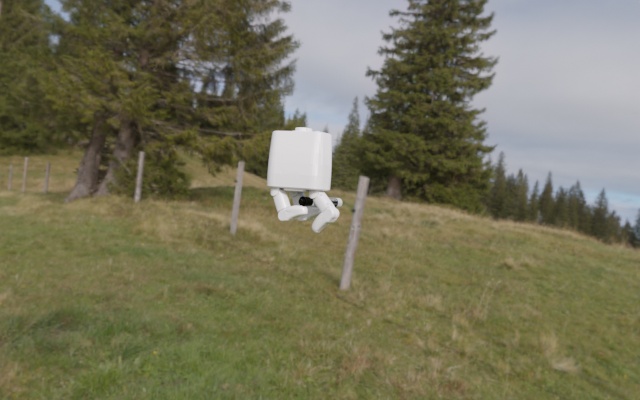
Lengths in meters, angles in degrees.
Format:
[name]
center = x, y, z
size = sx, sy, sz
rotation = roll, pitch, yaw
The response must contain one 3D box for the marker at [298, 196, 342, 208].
[marker]
center = 0.000, 0.003, 0.894
size = 0.020, 0.020, 0.121
rotation = 0, -1, 36
